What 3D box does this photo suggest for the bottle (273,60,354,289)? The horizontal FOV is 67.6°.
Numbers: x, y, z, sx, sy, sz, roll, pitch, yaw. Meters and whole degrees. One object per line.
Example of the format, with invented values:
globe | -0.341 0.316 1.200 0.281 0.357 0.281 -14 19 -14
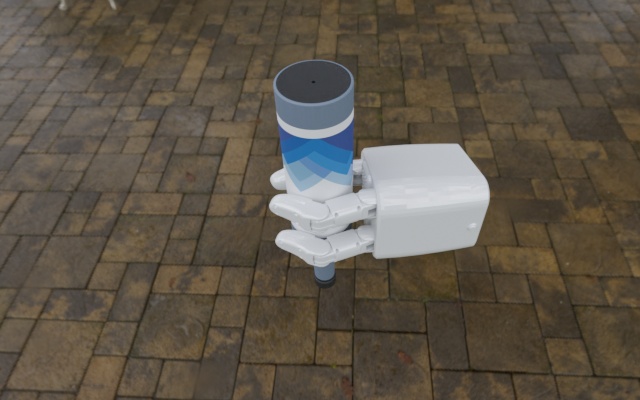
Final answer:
bottle | 0.000 0.001 0.499 0.069 0.069 0.296 0 -42 3
